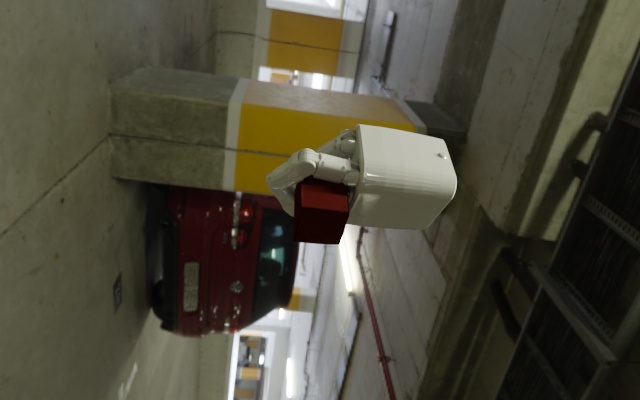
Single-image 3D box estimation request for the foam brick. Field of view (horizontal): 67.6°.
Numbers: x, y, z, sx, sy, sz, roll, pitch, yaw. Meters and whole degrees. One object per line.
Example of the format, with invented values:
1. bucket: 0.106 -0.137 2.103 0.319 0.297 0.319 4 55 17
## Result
1. foam brick: 0.000 0.002 0.514 0.051 0.053 0.078 7 43 -8
